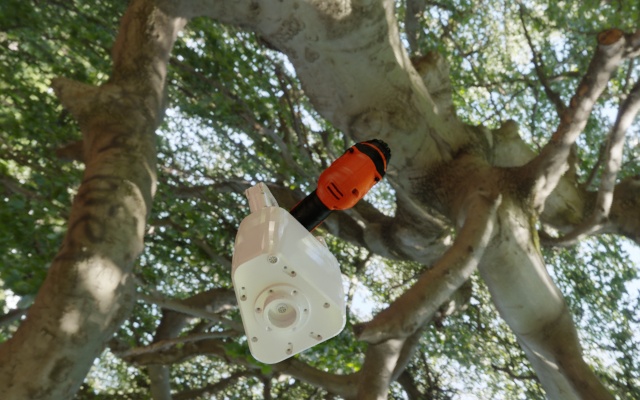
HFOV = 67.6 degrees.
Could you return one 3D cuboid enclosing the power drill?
[{"bbox_3d":[0.000,0.002,0.577,0.188,0.057,0.184,-43,-2,27],"label":"power drill"}]
